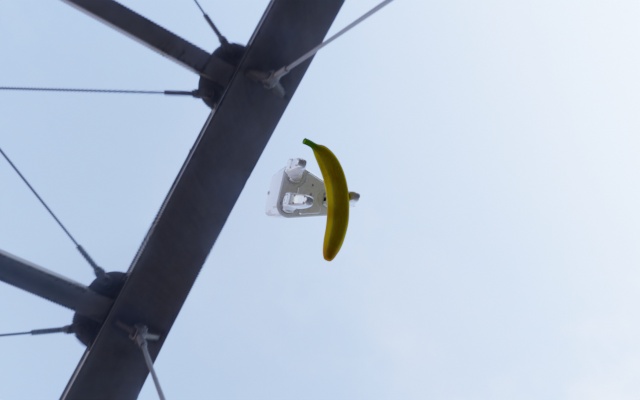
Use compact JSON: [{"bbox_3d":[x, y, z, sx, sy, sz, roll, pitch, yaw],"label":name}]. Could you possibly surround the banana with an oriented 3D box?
[{"bbox_3d":[0.016,-0.004,0.768,0.069,0.198,0.037,-12,0,-26],"label":"banana"}]
